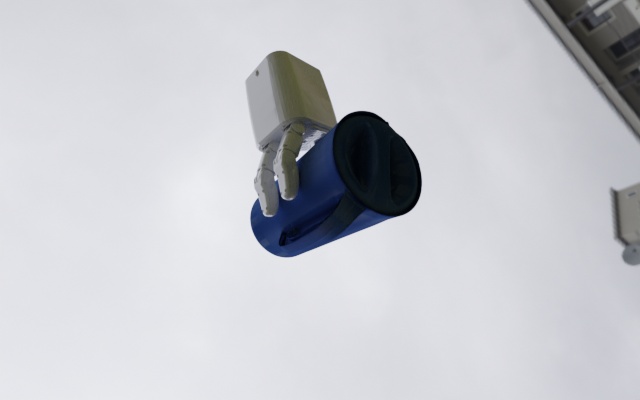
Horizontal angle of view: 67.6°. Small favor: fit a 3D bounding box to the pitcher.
[{"bbox_3d":[0.000,0.002,0.627,0.149,0.145,0.243,-1,-20,-37],"label":"pitcher"}]
